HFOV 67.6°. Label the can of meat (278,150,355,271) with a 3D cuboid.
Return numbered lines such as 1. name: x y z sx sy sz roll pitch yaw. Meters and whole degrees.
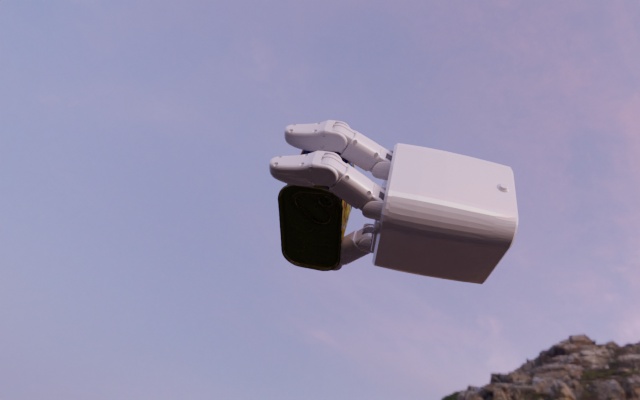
1. can of meat: 0.000 0.001 0.458 0.057 0.102 0.084 9 42 10
